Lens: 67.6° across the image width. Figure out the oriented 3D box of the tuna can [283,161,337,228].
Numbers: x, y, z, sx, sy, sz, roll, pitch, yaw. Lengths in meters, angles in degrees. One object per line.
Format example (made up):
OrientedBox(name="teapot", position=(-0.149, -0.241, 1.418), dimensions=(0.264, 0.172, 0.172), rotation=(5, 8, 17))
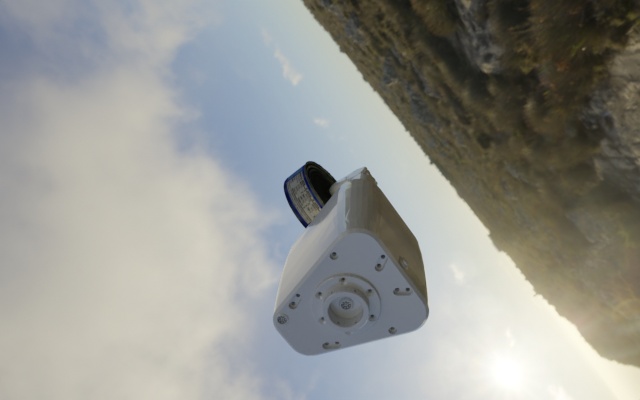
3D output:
OrientedBox(name="tuna can", position=(0.000, 0.002, 0.511), dimensions=(0.034, 0.086, 0.086), rotation=(-36, -13, 19))
